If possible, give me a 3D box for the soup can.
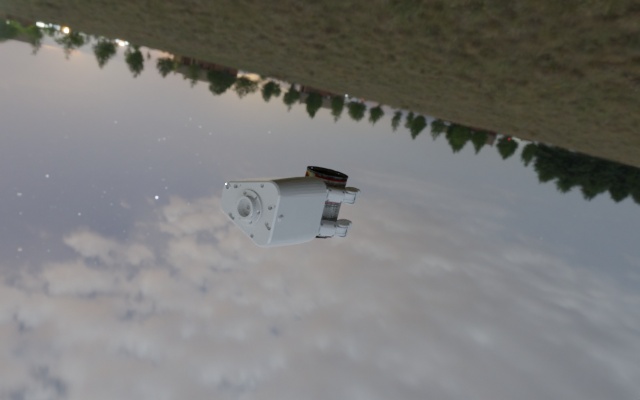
[{"bbox_3d":[0.000,0.003,0.766,0.068,0.102,0.068,13,12,-3],"label":"soup can"}]
